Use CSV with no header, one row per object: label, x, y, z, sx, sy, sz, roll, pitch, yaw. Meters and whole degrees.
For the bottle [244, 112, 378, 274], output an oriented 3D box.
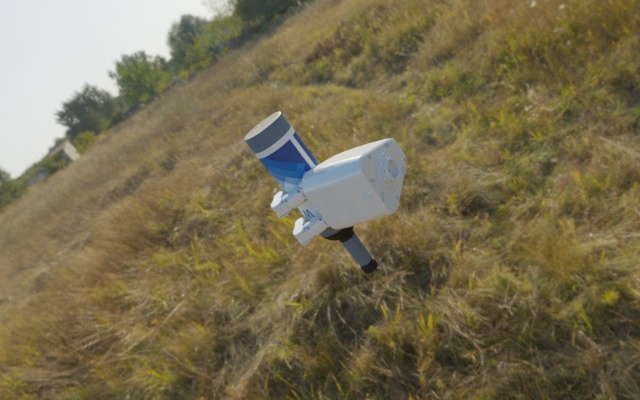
bottle,0.000,0.002,0.735,0.069,0.296,0.069,-32,22,14
